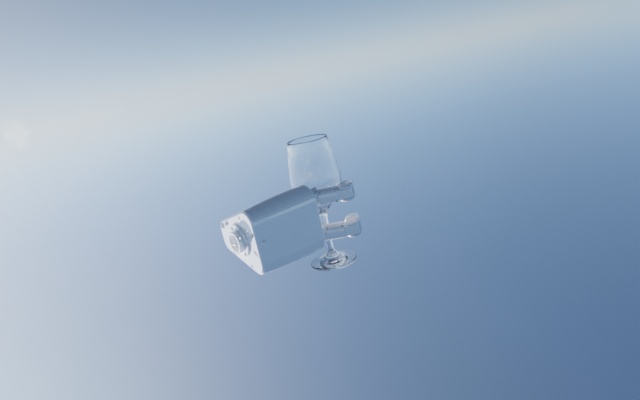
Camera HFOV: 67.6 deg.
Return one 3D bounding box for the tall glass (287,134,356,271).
[{"bbox_3d":[0.000,0.003,0.735,0.079,0.201,0.079,-11,15,3],"label":"tall glass"}]
